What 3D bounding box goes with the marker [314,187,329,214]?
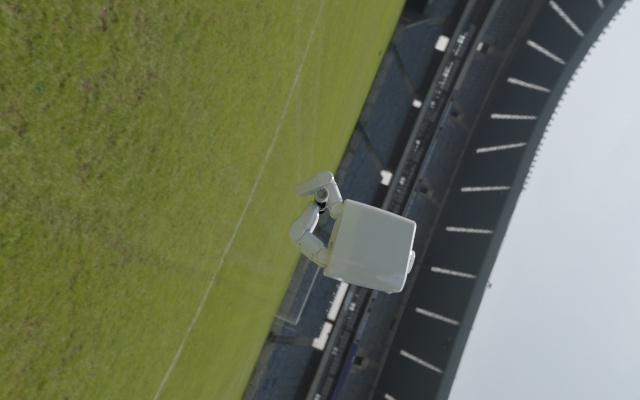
[{"bbox_3d":[0.000,0.002,0.672,0.020,0.020,0.121,0,-11,-1],"label":"marker"}]
